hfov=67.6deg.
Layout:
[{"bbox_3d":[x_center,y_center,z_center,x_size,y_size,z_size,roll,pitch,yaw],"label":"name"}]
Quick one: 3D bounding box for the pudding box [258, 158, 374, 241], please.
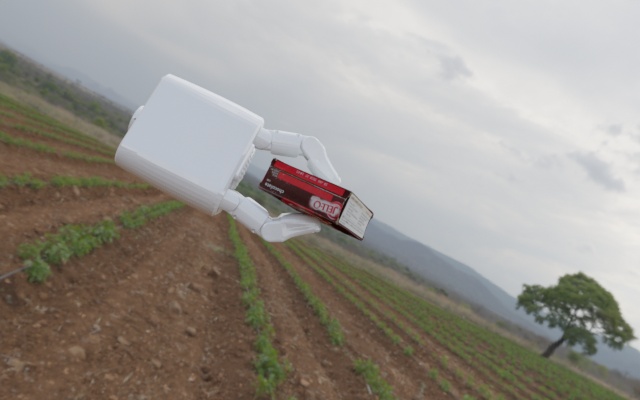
[{"bbox_3d":[0.000,0.001,0.494,0.090,0.039,0.113,25,-2,21],"label":"pudding box"}]
